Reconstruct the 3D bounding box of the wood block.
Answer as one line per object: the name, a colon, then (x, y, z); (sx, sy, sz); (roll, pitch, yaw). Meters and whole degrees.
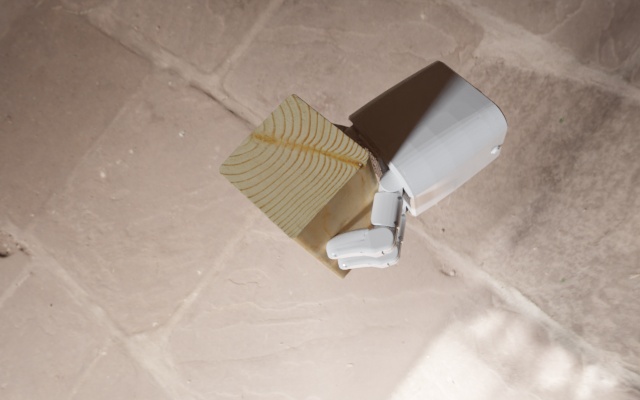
wood block: (0.000, 0.001, 0.463); (0.090, 0.090, 0.206); (41, -5, 22)
